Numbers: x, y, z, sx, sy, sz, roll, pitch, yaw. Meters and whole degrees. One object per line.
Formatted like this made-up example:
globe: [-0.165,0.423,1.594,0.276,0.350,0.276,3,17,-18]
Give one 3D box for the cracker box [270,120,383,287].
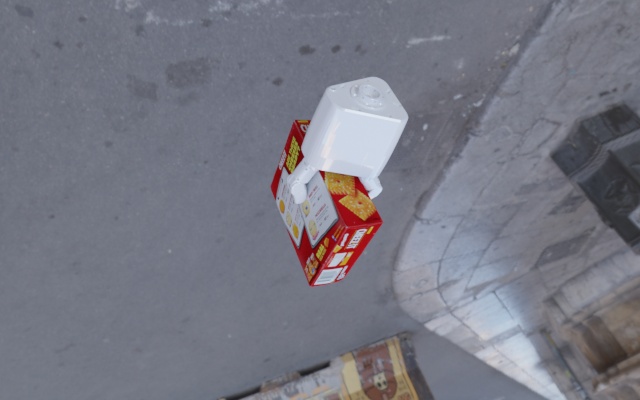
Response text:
cracker box: [0.000,0.003,0.761,0.072,0.213,0.164,-5,-37,-28]
